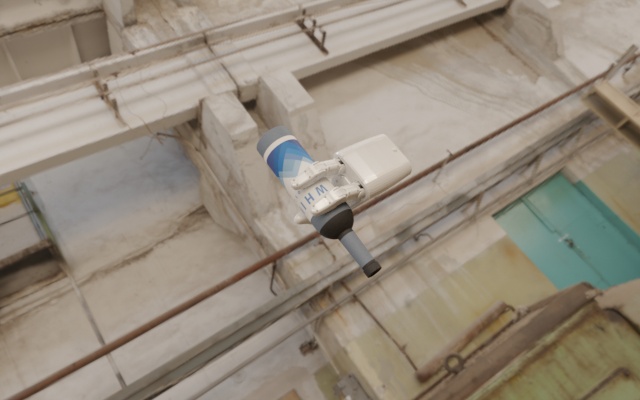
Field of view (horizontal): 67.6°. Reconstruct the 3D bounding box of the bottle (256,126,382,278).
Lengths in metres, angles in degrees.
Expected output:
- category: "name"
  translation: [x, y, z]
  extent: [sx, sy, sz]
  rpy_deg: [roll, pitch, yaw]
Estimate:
- category: "bottle"
  translation: [0.000, 0.002, 0.789]
  extent: [0.069, 0.295, 0.069]
  rpy_deg: [-33, -20, -14]
